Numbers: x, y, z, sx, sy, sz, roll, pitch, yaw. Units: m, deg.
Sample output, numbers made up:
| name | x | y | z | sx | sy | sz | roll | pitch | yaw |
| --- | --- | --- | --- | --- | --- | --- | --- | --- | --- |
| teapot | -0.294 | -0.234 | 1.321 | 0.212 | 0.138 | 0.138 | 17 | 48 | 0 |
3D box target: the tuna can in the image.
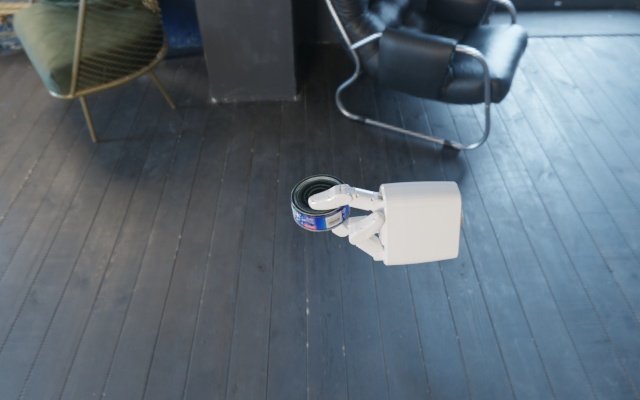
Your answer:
| name | x | y | z | sx | sy | sz | roll | pitch | yaw |
| --- | --- | --- | --- | --- | --- | --- | --- | --- | --- |
| tuna can | 0.000 | 0.002 | 0.691 | 0.086 | 0.086 | 0.034 | 0 | -44 | 9 |
